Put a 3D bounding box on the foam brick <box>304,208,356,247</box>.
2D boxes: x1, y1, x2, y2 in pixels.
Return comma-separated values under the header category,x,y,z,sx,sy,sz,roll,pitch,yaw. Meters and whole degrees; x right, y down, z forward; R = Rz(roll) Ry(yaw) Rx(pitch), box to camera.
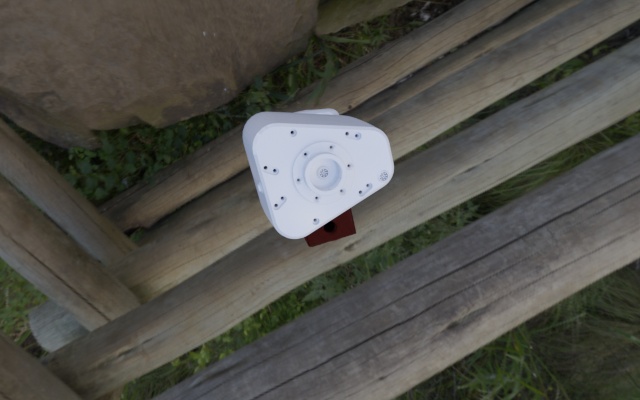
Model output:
category,x,y,z,sx,sy,sz,roll,pitch,yaw
foam brick,0.000,0.002,0.505,0.053,0.078,0.051,-16,15,-7
